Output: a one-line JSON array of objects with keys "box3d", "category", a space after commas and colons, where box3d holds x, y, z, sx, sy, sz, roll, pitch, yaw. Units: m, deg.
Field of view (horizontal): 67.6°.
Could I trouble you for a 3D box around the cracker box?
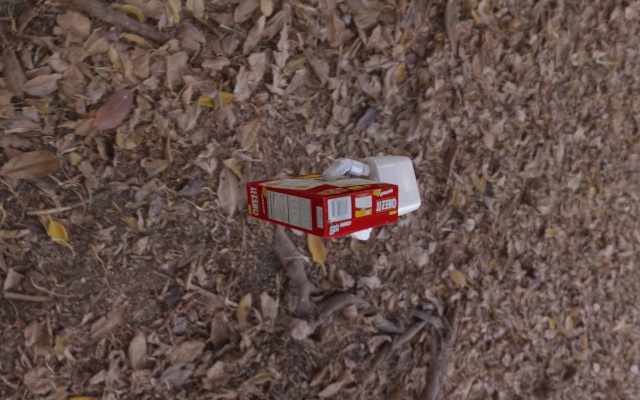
[{"box3d": [0.000, 0.003, 0.814, 0.164, 0.072, 0.213, -10, 14, -39], "category": "cracker box"}]
